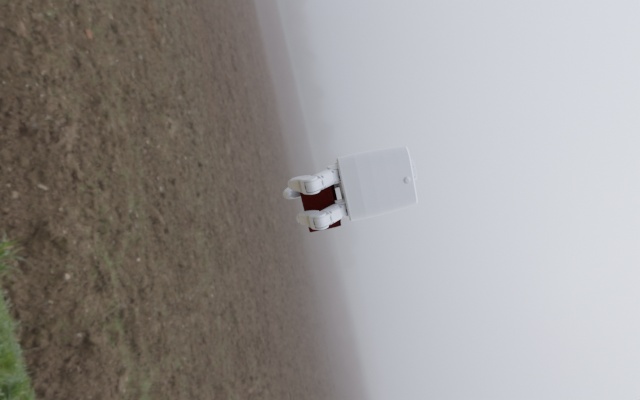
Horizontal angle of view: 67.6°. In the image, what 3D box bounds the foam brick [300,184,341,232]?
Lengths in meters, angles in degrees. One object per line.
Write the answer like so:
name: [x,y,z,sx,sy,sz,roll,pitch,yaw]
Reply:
foam brick: [0.000,0.003,0.746,0.051,0.078,0.053,-12,17,4]
